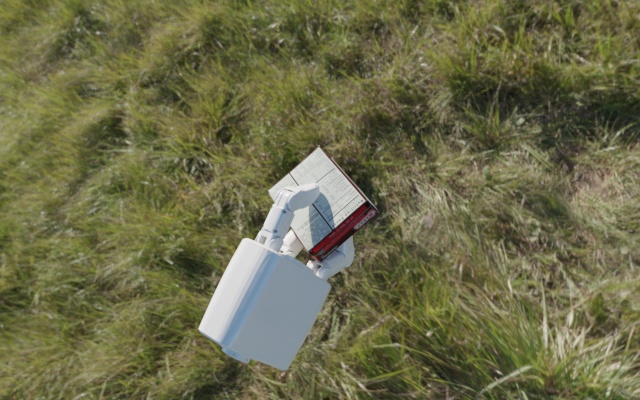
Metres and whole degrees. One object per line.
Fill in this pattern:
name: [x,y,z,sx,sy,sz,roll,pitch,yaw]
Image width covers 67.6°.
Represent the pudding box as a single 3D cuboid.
pudding box: [0.000,0.002,0.561,0.113,0.090,0.039,52,5,36]
